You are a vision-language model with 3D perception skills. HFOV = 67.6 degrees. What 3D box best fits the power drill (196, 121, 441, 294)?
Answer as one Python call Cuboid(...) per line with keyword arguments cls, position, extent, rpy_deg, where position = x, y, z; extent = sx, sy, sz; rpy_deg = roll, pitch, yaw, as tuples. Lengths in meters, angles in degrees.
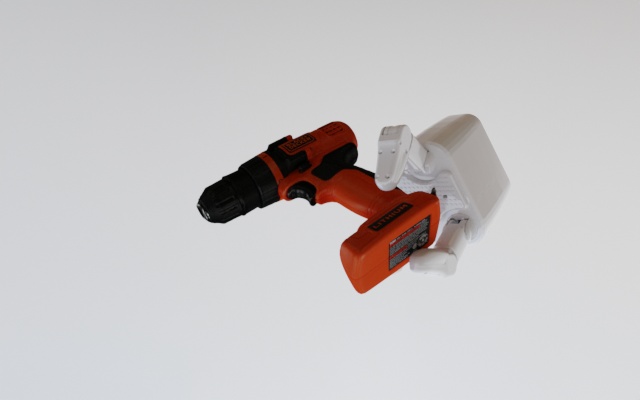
Cuboid(cls="power drill", position=(0.001, 0.002, 0.445), extent=(0.184, 0.057, 0.187), rpy_deg=(-31, 48, -23))
